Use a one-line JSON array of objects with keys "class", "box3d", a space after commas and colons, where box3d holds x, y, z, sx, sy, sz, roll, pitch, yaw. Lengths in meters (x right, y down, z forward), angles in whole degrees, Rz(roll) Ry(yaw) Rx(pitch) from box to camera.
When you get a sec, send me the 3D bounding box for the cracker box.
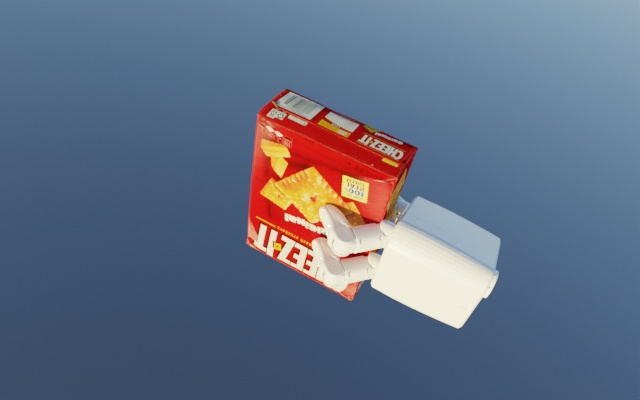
[{"class": "cracker box", "box3d": [0.000, 0.002, 0.561, 0.164, 0.214, 0.072, 27, 45, 14]}]
